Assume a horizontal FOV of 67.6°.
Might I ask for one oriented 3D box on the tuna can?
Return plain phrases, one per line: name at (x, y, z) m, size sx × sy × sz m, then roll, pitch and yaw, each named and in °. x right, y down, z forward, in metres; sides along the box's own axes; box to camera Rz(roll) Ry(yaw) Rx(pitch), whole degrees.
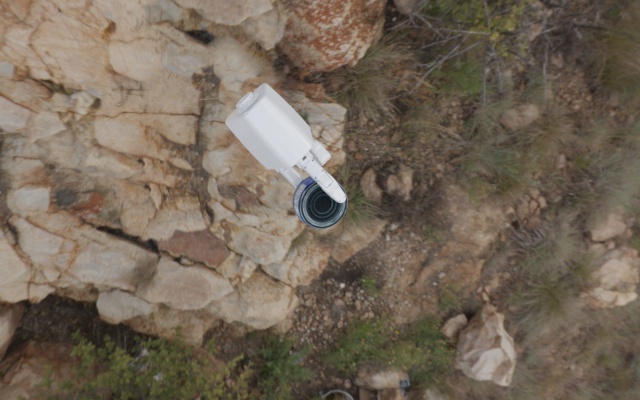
tuna can at (0.000, 0.003, 0.776) m, size 0.086 × 0.086 × 0.033 m, roll 0°, pitch 14°, yaw -22°
